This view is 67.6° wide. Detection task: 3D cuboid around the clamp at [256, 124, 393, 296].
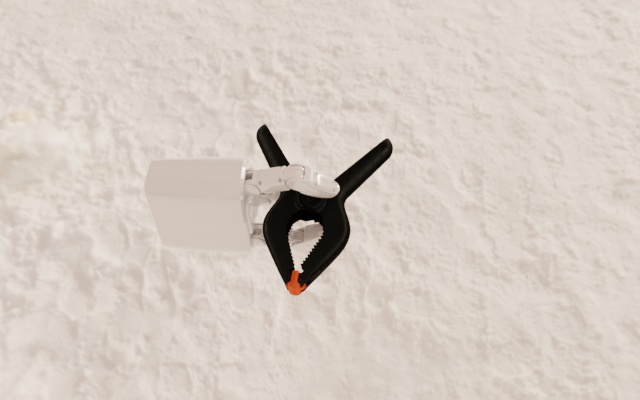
[{"bbox_3d":[0.000,0.002,0.530,0.164,0.209,0.036,1,-30,4],"label":"clamp"}]
